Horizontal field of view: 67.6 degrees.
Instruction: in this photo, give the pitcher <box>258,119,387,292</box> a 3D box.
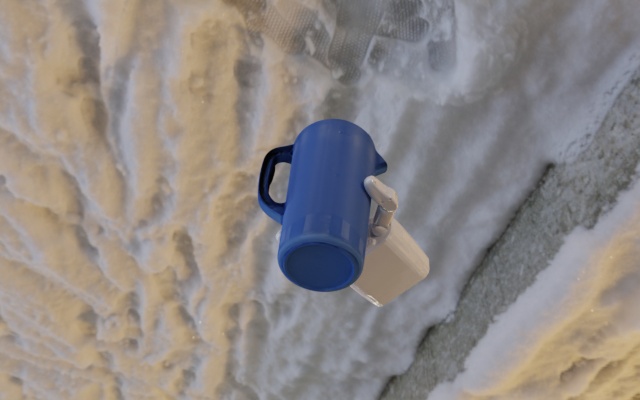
[{"bbox_3d":[0.000,0.002,0.671,0.149,0.242,0.145,-29,-58,29],"label":"pitcher"}]
